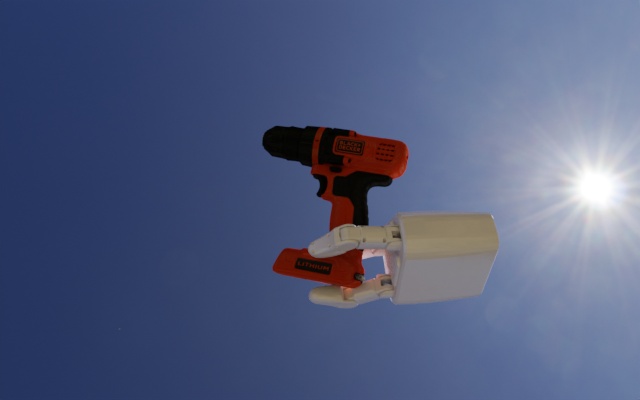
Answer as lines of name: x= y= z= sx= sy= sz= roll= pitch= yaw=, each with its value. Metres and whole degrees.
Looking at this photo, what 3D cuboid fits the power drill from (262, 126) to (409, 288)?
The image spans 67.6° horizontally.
power drill: x=0.000 y=0.002 z=0.572 sx=0.184 sy=0.187 sz=0.057 roll=10 pitch=-10 yaw=17
